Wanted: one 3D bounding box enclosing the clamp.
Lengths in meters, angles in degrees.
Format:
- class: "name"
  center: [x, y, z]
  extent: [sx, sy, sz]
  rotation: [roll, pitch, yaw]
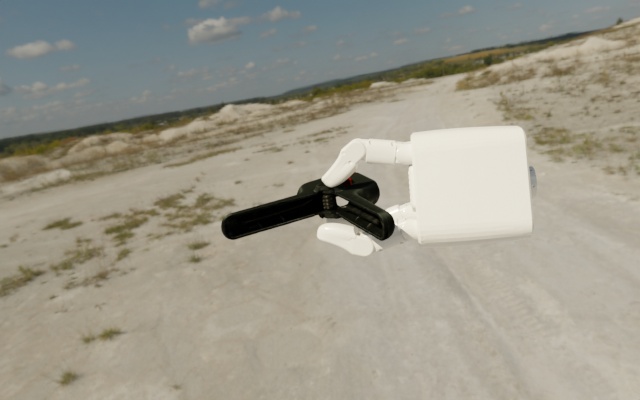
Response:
- class: "clamp"
  center: [0.000, 0.001, 0.513]
  extent: [0.164, 0.036, 0.210]
  rotation: [-2, 14, 11]
